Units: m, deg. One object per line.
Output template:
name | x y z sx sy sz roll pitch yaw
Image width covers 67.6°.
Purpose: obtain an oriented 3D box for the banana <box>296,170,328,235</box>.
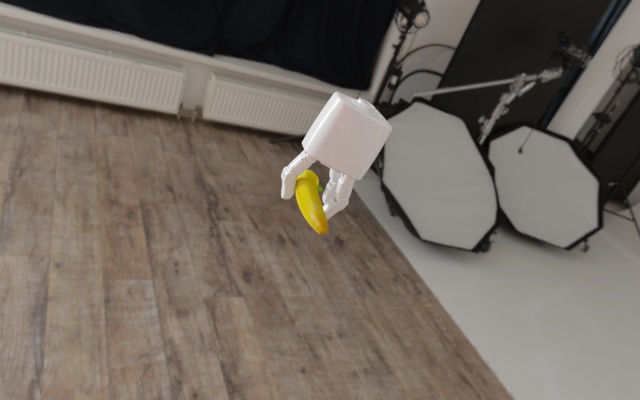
banana | -0.014 -0.010 0.826 0.069 0.037 0.197 38 18 -16
